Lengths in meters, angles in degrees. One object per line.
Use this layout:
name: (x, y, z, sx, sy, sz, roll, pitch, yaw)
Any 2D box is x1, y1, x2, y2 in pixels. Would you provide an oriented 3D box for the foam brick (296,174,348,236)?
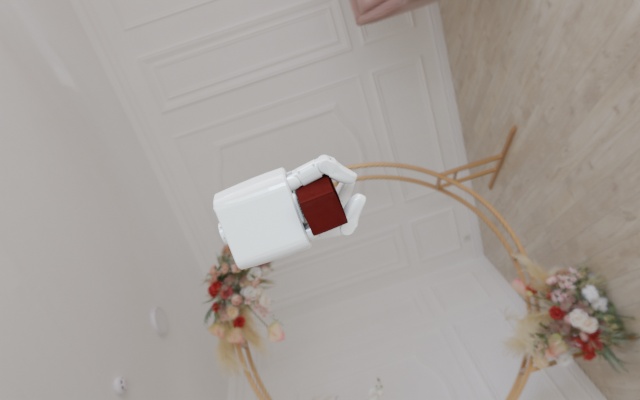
foam brick: (0.000, 0.002, 0.651, 0.051, 0.053, 0.078, -21, 25, 2)
